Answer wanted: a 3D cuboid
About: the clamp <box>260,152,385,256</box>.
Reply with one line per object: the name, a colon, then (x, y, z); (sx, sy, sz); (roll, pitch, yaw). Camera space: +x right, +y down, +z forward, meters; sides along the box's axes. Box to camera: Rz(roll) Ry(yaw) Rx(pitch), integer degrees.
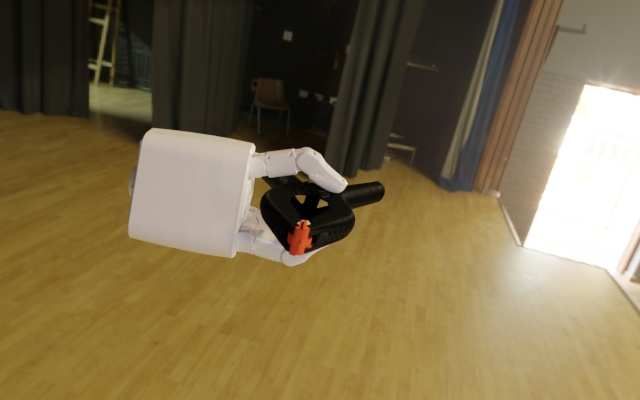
clamp: (0.000, 0.001, 0.502); (0.164, 0.036, 0.210); (11, 20, -6)
